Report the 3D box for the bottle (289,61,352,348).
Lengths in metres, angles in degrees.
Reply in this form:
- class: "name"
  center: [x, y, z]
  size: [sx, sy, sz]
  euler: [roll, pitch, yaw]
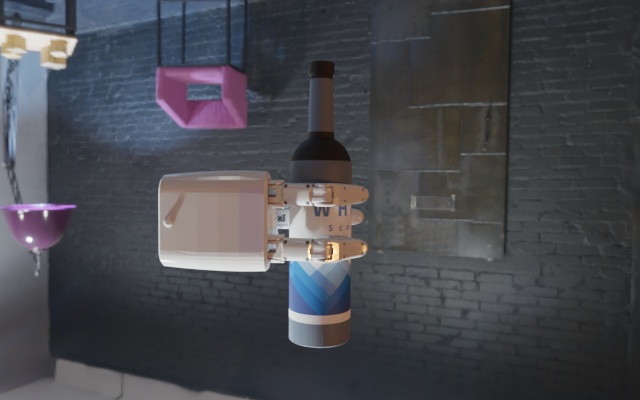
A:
- class: "bottle"
  center: [0.000, 0.002, 0.512]
  size: [0.069, 0.296, 0.069]
  euler: [0, 2, 0]
